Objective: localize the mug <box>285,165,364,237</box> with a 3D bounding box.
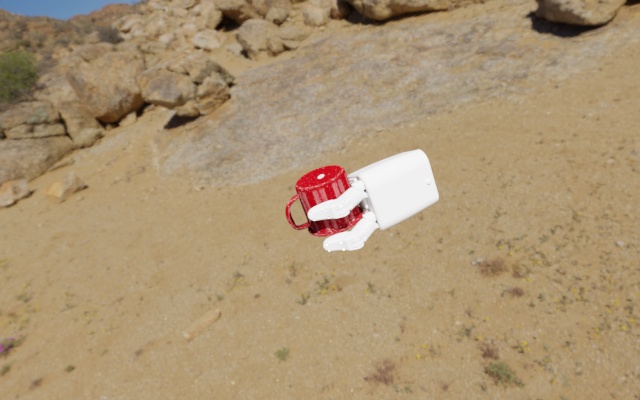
[{"bbox_3d":[-0.001,0.003,0.738,0.117,0.081,0.093,-25,22,-9],"label":"mug"}]
